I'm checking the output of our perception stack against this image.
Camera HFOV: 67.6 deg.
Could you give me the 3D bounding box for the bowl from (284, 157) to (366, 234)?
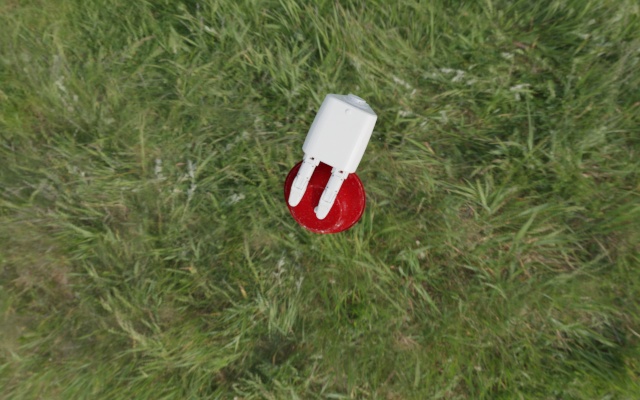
[{"bbox_3d":[0.000,0.004,0.884,0.162,0.162,0.055,0,26,17],"label":"bowl"}]
